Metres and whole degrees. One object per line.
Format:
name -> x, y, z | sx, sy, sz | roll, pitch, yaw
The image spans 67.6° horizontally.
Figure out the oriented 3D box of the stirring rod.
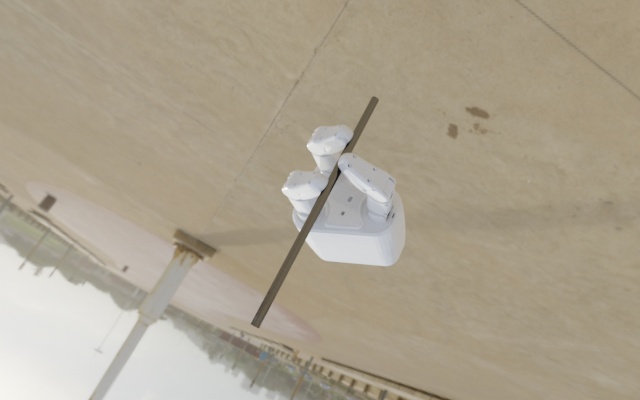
stirring rod -> 0.000, 0.001, 0.425 | 0.011, 0.239, 0.011 | 25, -20, 9
